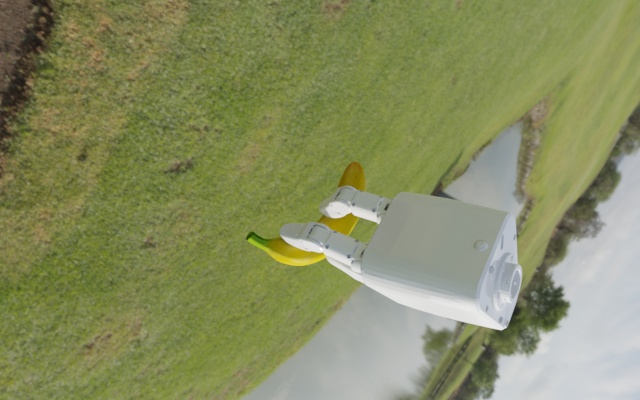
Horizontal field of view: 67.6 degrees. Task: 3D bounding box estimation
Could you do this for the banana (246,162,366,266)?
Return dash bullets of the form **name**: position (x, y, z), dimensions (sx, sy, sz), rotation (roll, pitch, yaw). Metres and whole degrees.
- **banana**: position (0.007, 0.020, 0.538), dimensions (0.037, 0.069, 0.197), rotation (-19, 12, 45)
